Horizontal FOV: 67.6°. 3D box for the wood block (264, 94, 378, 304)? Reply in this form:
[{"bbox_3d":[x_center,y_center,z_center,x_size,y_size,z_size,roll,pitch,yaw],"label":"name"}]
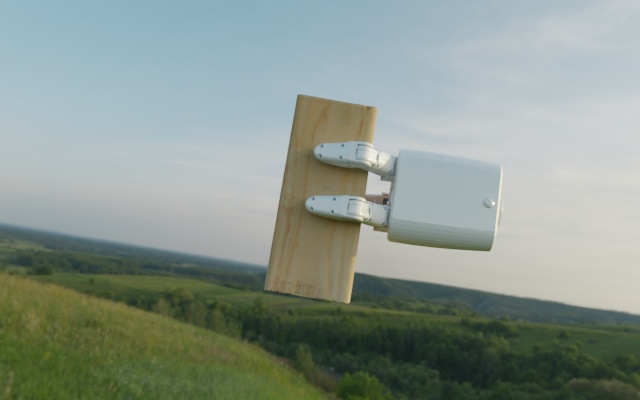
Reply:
[{"bbox_3d":[0.000,0.002,0.531,0.090,0.206,0.091,9,-8,-1],"label":"wood block"}]
